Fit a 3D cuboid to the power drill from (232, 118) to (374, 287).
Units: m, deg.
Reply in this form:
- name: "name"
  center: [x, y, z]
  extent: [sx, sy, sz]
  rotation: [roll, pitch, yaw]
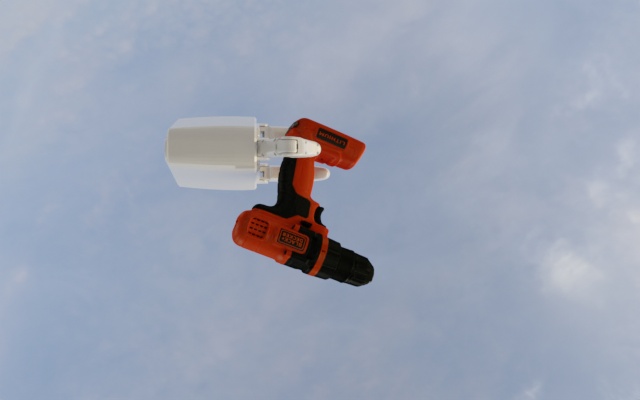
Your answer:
- name: "power drill"
  center: [0.000, 0.001, 0.607]
  extent: [0.184, 0.187, 0.057]
  rotation: [23, -24, -15]
